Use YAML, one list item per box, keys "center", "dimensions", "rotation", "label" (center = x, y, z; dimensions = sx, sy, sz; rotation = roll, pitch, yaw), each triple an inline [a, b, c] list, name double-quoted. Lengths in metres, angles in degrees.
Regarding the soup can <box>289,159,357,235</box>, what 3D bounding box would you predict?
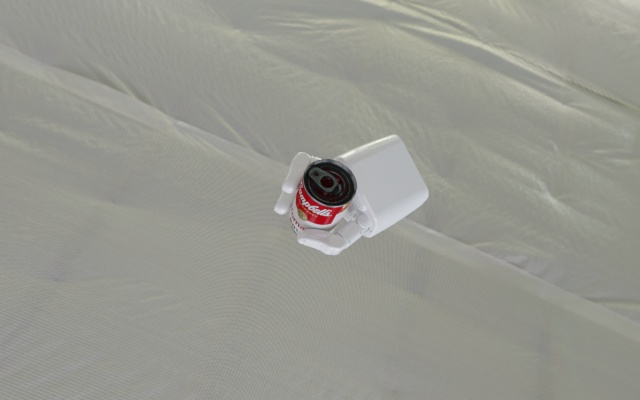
- center: [0.000, 0.002, 0.619]
  dimensions: [0.068, 0.068, 0.102]
  rotation: [0, -29, -16]
  label: "soup can"
